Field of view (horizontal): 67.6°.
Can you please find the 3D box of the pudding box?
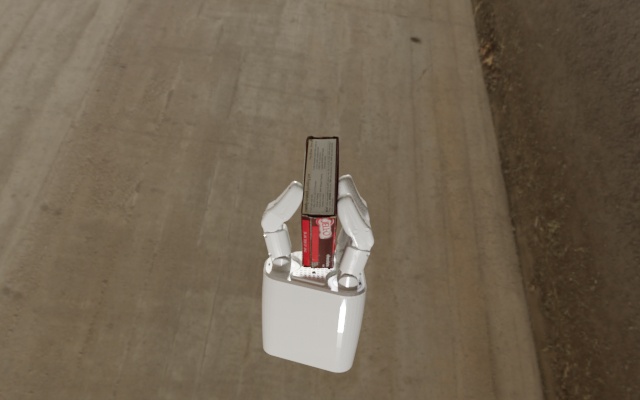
[{"bbox_3d":[0.000,0.002,0.503,0.039,0.113,0.090,1,-40,-1],"label":"pudding box"}]
